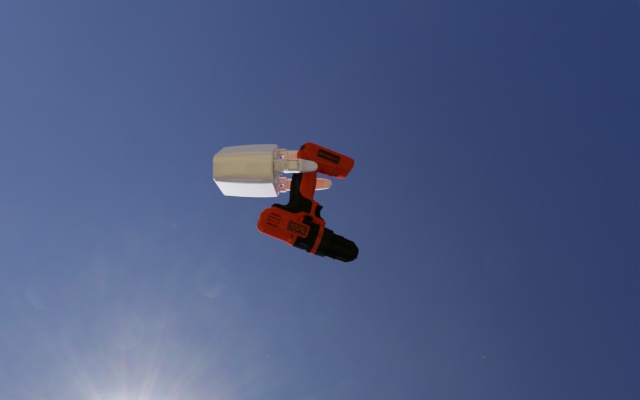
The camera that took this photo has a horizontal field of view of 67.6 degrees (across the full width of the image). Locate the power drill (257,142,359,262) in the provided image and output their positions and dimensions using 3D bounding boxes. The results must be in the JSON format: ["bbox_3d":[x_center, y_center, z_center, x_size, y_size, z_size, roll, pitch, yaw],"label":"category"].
[{"bbox_3d":[0.000,0.002,0.850,0.184,0.187,0.057,22,-22,-8],"label":"power drill"}]
